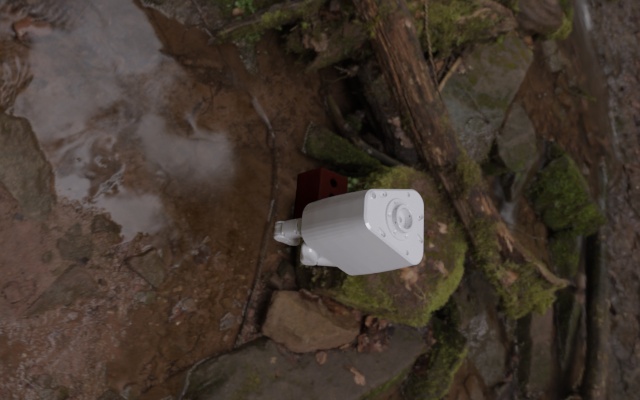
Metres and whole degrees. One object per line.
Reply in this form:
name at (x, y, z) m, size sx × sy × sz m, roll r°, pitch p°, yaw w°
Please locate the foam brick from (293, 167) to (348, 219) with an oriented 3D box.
foam brick at (0.000, 0.002, 0.648) m, size 0.053 × 0.078 × 0.051 m, roll 20°, pitch -24°, yaw -37°
